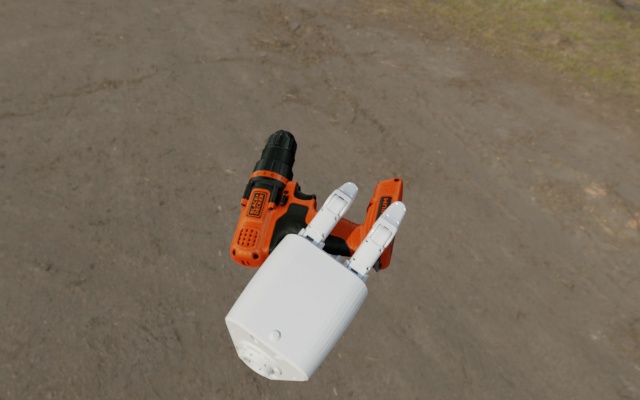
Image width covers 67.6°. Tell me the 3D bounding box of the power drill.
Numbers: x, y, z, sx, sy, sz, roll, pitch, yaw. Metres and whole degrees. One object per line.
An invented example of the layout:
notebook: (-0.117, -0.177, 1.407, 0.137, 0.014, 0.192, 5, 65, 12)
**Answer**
power drill: (0.000, 0.002, 0.569, 0.187, 0.184, 0.057, 7, -25, 14)
